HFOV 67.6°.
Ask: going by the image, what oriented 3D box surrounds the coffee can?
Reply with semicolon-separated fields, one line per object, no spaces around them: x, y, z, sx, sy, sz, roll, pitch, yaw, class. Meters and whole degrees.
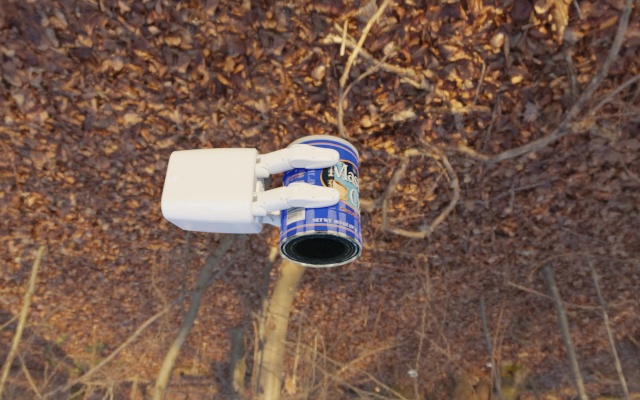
0.000;0.002;0.616;0.103;0.140;0.103;0;-30;0;coffee can
